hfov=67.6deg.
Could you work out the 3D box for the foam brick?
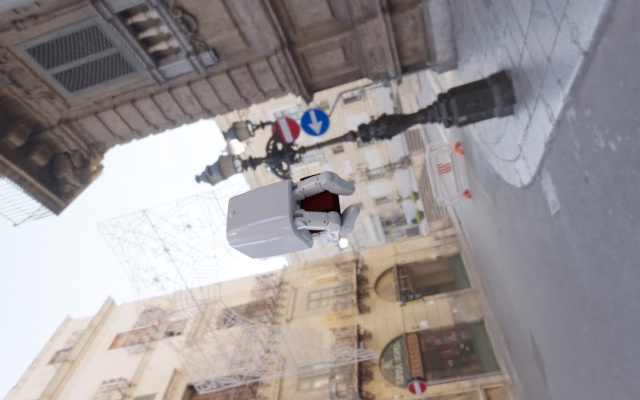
[{"bbox_3d":[0.000,0.002,0.745,0.051,0.078,0.053,-14,-40,12],"label":"foam brick"}]
